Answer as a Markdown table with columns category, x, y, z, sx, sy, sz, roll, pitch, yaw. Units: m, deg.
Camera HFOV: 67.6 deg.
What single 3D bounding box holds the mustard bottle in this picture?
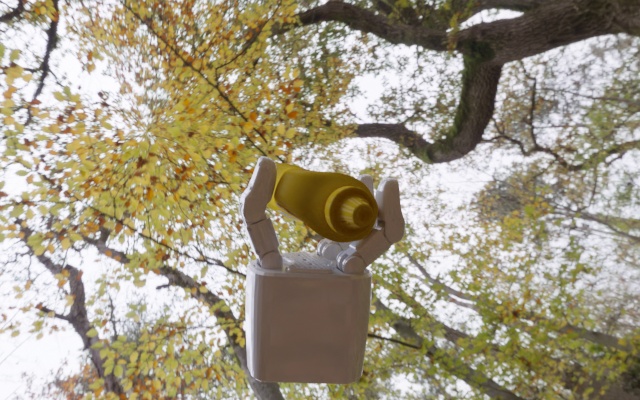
| category | x | y | z | sx | sy | sz | roll | pitch | yaw |
| --- | --- | --- | --- | --- | --- | --- | --- | --- | --- |
| mustard bottle | 0.000 | 0.001 | 0.454 | 0.096 | 0.058 | 0.191 | 26 | -2 | -21 |
